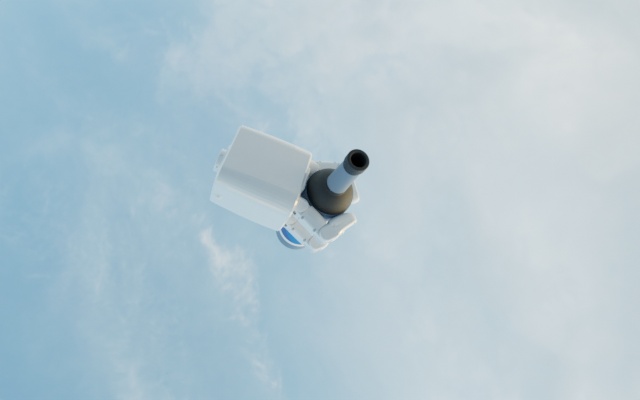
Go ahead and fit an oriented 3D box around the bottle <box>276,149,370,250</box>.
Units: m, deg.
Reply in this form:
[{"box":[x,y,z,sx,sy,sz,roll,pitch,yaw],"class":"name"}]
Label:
[{"box":[0.000,0.002,0.667,0.069,0.069,0.296,0,-19,-18],"class":"bottle"}]
